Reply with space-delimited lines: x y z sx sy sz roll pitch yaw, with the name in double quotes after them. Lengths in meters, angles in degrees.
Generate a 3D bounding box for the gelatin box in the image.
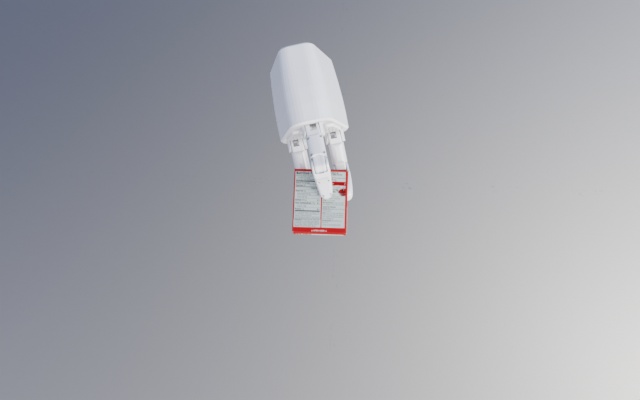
0.000 0.002 0.647 0.073 0.089 0.030 1 -7 3 "gelatin box"
